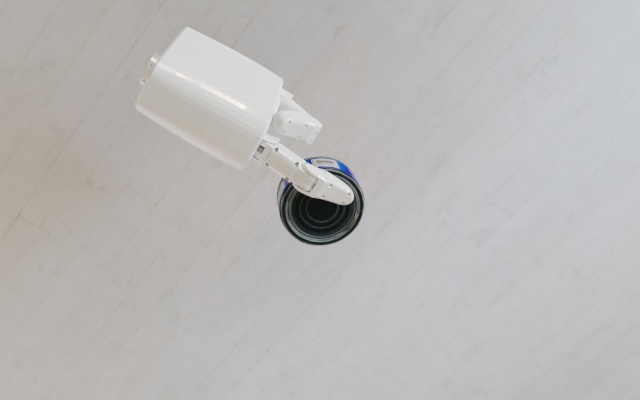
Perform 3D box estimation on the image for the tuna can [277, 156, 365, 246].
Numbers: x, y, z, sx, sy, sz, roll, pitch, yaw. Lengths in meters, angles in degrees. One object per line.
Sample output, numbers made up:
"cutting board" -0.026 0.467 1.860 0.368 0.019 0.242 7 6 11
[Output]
"tuna can" 0.000 0.002 0.476 0.086 0.086 0.033 0 24 -9
